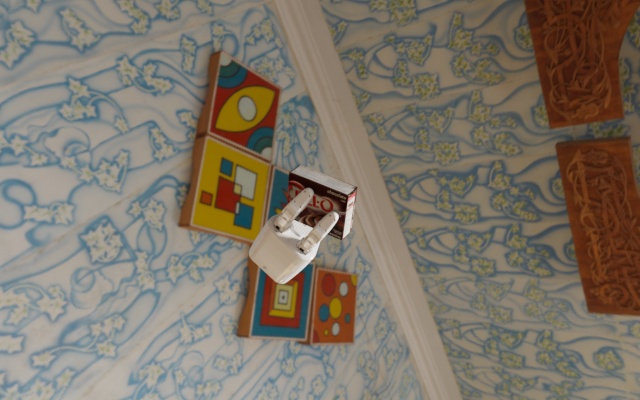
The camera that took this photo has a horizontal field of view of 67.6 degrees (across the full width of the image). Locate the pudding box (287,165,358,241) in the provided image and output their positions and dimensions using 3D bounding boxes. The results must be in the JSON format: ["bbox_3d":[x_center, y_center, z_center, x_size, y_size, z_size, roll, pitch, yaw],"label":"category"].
[{"bbox_3d":[0.000,0.003,0.778,0.113,0.090,0.039,21,38,21],"label":"pudding box"}]
